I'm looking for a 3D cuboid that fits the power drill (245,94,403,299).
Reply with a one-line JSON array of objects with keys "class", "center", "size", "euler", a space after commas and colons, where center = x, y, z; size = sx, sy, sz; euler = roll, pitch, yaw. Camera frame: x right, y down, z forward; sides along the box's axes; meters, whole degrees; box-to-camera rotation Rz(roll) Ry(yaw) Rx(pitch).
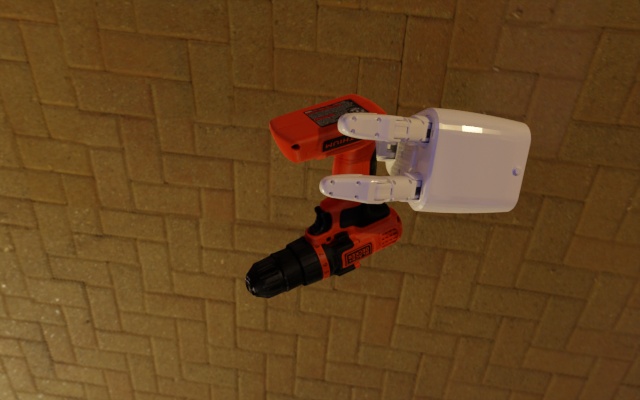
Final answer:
[{"class": "power drill", "center": [0.000, 0.001, 0.473], "size": [0.184, 0.188, 0.057], "euler": [-23, 42, -21]}]
